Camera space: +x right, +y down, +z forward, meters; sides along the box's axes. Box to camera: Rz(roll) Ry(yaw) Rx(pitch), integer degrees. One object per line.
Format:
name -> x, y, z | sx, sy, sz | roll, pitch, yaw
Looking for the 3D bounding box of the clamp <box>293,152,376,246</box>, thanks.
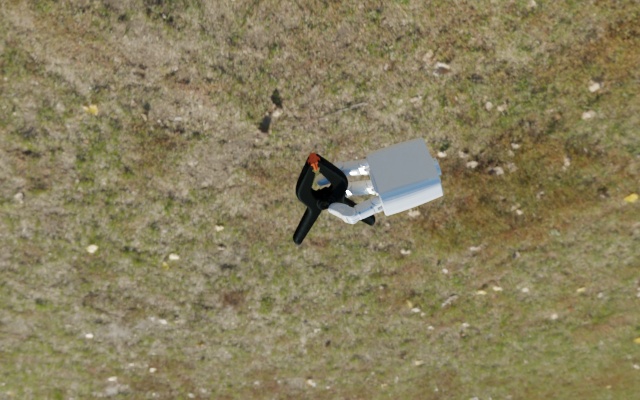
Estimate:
clamp -> 0.000, 0.003, 0.869 | 0.164, 0.036, 0.210 | -21, -45, 6
